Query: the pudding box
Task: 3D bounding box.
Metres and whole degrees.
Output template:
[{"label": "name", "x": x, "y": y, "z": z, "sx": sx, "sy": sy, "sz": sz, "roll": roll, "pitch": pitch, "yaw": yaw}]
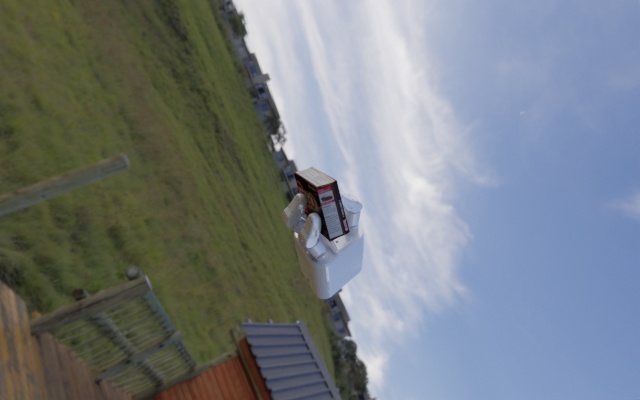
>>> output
[{"label": "pudding box", "x": 0.000, "y": 0.002, "z": 0.744, "sx": 0.039, "sy": 0.090, "sz": 0.113, "roll": -22, "pitch": 20, "yaw": -16}]
